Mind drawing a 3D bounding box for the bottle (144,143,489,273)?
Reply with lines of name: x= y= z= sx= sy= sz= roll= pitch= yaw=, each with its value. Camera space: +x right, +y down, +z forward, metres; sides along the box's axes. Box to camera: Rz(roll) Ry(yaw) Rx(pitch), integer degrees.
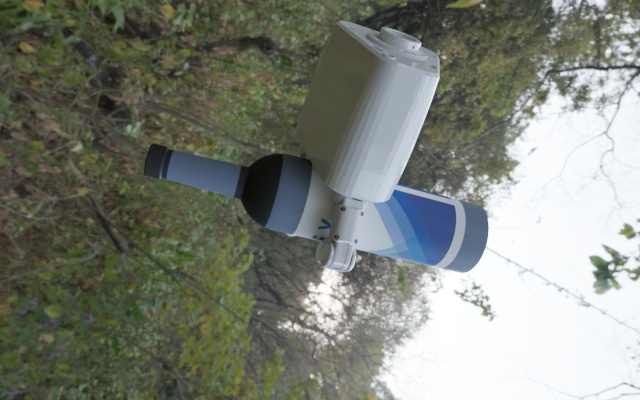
bottle: x=0.000 y=0.002 z=0.418 sx=0.296 sy=0.069 sz=0.069 roll=14 pitch=-3 yaw=-13
